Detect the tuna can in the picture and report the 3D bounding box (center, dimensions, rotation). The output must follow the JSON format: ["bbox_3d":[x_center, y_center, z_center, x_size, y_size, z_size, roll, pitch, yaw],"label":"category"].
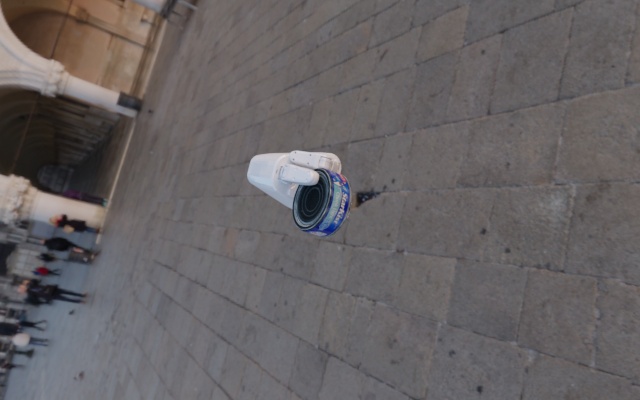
[{"bbox_3d":[0.000,0.002,0.614,0.034,0.086,0.086,18,-11,-34],"label":"tuna can"}]
